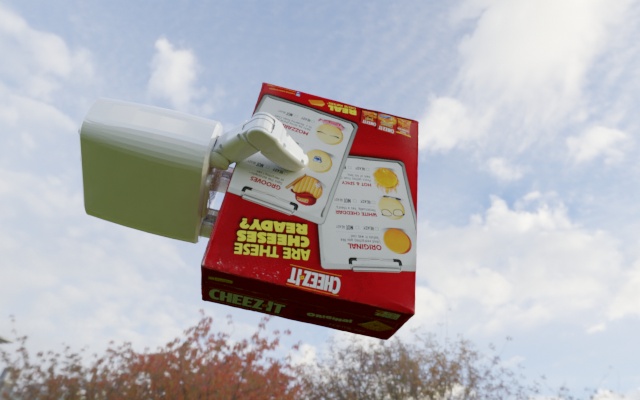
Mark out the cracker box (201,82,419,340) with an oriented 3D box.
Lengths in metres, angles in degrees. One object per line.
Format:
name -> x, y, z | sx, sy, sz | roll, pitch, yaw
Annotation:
cracker box -> 0.000, 0.001, 0.435 | 0.164, 0.213, 0.072 | 13, -37, -5
